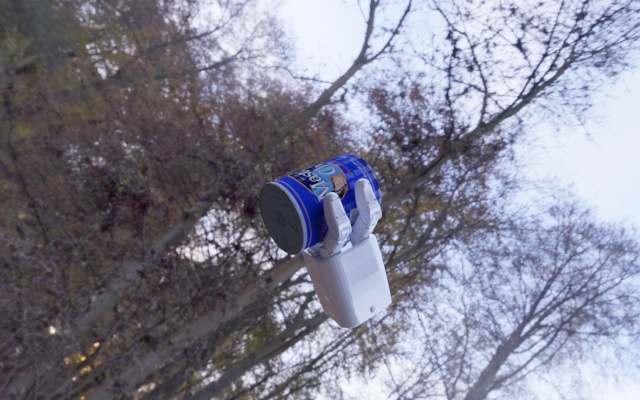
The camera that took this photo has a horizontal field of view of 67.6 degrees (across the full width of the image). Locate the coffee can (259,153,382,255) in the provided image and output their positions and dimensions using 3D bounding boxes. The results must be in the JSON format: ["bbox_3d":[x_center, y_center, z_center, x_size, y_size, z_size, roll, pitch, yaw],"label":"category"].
[{"bbox_3d":[0.000,0.002,0.670,0.140,0.103,0.103,-24,13,-32],"label":"coffee can"}]
